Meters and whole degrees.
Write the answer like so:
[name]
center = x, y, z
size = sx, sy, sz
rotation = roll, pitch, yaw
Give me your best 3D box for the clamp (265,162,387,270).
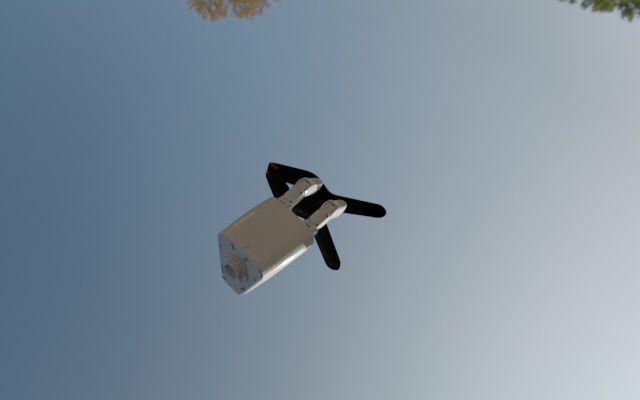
[clamp]
center = -0.001, 0.003, 0.792
size = 0.164, 0.210, 0.036
rotation = -34, -21, -40
